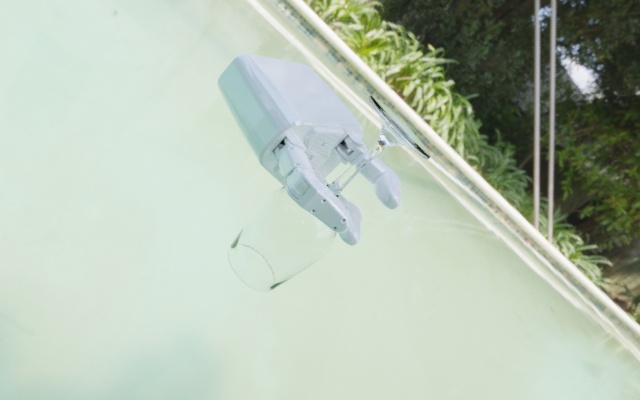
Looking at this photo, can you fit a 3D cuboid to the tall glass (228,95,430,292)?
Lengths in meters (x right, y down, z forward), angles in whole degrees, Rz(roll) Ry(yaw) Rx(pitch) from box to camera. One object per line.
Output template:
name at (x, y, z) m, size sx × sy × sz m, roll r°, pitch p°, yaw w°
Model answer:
tall glass at (0.001, 0.001, 0.440) m, size 0.201 × 0.079 × 0.079 m, roll -44°, pitch -18°, yaw 19°
